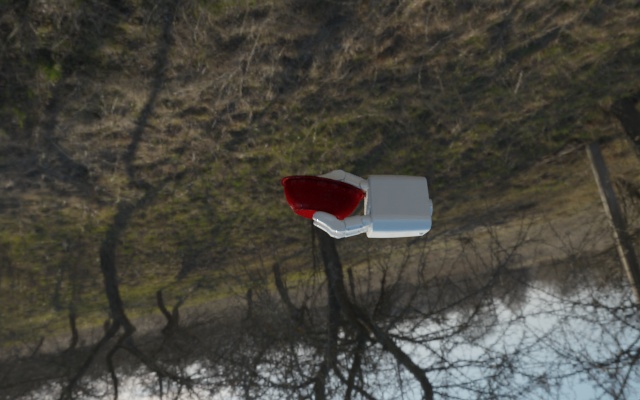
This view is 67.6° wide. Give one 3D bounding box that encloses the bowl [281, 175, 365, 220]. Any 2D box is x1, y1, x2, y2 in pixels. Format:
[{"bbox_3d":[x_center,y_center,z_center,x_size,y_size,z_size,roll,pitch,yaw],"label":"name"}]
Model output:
[{"bbox_3d":[-0.001,0.003,0.894,0.162,0.055,0.162,10,-12,2],"label":"bowl"}]
